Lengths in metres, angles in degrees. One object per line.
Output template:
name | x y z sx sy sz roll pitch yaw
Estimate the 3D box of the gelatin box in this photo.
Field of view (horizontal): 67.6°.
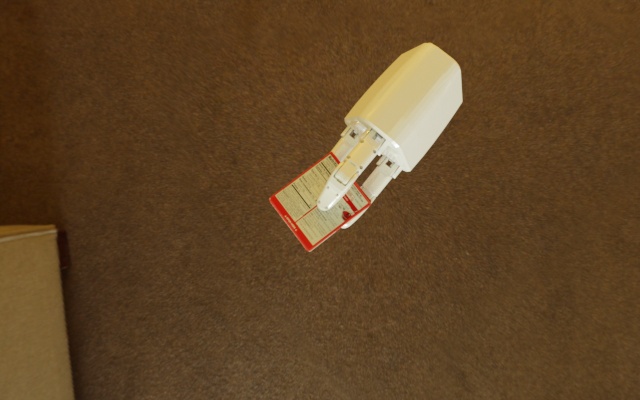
gelatin box | 0.000 0.002 0.527 0.089 0.073 0.030 -37 -4 -4
